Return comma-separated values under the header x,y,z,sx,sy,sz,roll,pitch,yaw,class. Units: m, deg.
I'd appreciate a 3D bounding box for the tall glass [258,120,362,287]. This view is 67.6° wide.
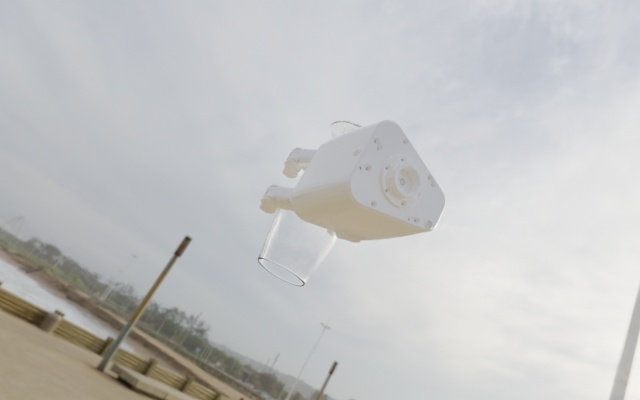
x,y,z,sx,sy,sz,roll,pitch,yaw,class
0.000,0.001,0.581,0.079,0.201,0.079,25,-22,11,tall glass
